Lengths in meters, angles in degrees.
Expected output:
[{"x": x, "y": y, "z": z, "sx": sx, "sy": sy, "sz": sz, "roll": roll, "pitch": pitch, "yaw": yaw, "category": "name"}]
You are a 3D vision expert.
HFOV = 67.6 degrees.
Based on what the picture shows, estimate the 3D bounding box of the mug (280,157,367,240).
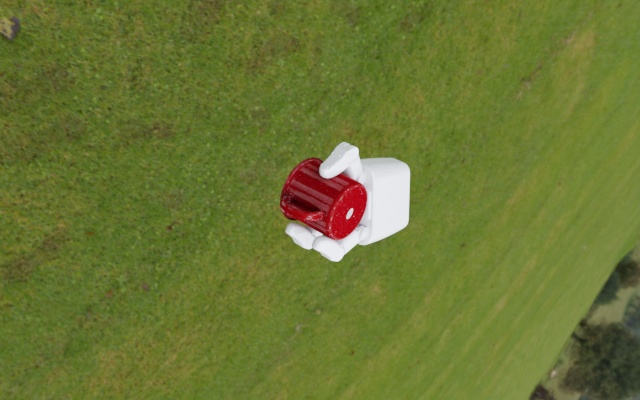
[{"x": -0.001, "y": 0.002, "z": 0.619, "sx": 0.081, "sy": 0.093, "sz": 0.117, "roll": 28, "pitch": 26, "yaw": 33, "category": "mug"}]
